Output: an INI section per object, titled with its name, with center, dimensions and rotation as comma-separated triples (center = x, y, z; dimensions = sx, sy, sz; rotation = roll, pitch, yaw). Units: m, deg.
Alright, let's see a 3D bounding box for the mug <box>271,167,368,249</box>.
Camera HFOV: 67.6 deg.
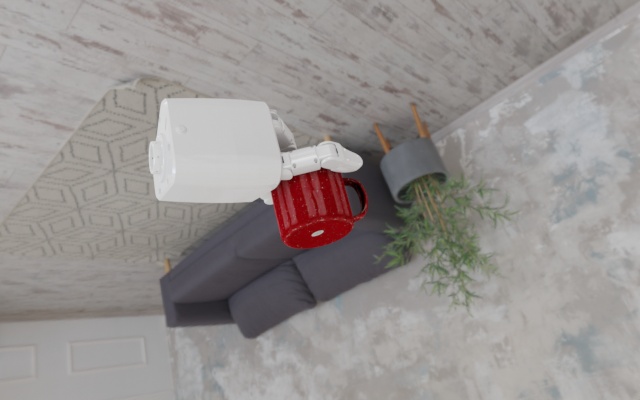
[mug]
center = 0.001, 0.002, 0.536
dimensions = 0.117, 0.081, 0.093
rotation = -2, -27, -26
